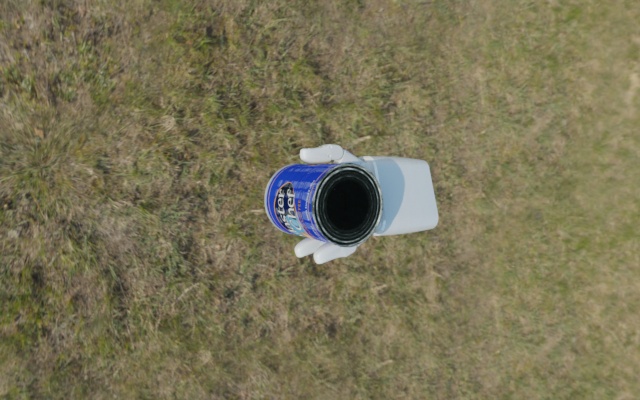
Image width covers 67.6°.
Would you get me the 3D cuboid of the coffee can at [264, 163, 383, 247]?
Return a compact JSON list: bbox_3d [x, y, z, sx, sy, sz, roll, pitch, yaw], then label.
[{"bbox_3d":[0.000,0.002,0.634,0.103,0.103,0.140,0,3,-30],"label":"coffee can"}]
